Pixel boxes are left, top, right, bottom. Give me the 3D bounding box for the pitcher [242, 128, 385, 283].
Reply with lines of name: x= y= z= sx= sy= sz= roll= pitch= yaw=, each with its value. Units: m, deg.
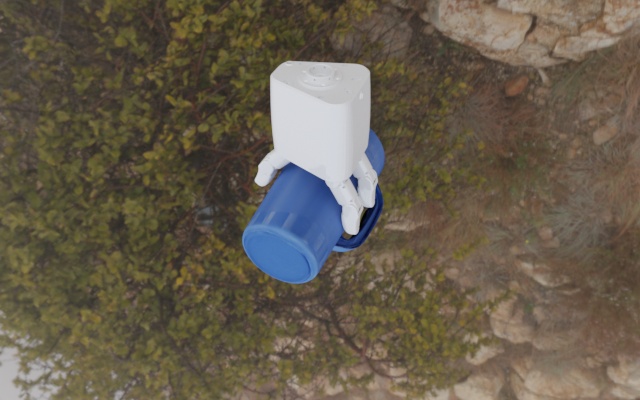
pitcher: x=0.000 y=0.002 z=0.679 sx=0.149 sy=0.145 sz=0.242 roll=18 pitch=48 yaw=15
